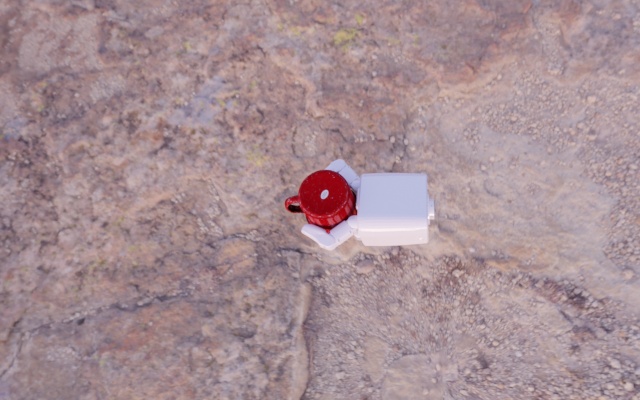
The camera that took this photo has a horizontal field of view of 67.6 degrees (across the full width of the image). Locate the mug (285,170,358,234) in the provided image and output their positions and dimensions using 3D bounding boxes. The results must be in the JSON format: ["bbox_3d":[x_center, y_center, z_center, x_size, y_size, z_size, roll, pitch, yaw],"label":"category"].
[{"bbox_3d":[-0.001,0.002,0.761,0.117,0.093,0.081,-2,-20,11],"label":"mug"}]
